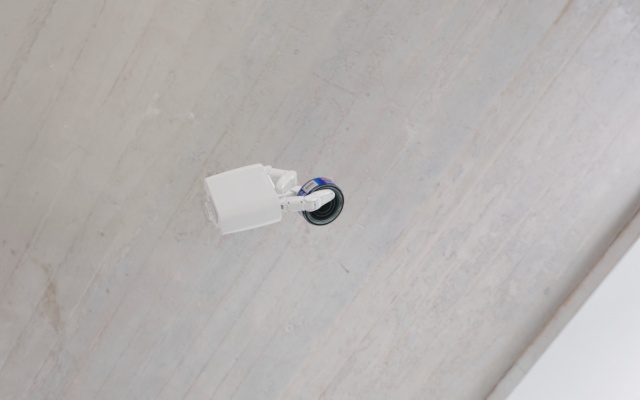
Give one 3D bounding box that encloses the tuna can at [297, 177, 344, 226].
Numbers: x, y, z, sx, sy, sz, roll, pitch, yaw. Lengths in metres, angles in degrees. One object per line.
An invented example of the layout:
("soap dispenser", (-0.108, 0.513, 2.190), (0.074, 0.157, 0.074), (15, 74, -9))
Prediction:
("tuna can", (0.000, 0.003, 0.871), (0.086, 0.086, 0.033), (0, 24, -29))
